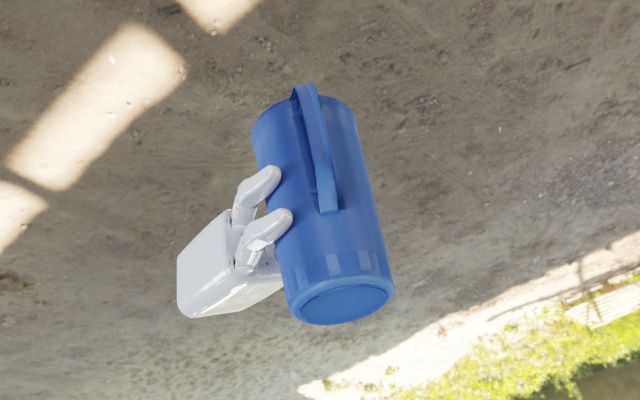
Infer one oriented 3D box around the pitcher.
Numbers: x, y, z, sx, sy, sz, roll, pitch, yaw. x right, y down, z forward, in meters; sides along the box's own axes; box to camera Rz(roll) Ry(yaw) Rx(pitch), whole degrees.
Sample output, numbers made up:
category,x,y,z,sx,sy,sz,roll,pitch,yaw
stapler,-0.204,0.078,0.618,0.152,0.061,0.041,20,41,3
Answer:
category,x,y,z,sx,sy,sz,roll,pitch,yaw
pitcher,0.000,0.002,0.530,0.145,0.242,0.149,-36,-40,29
